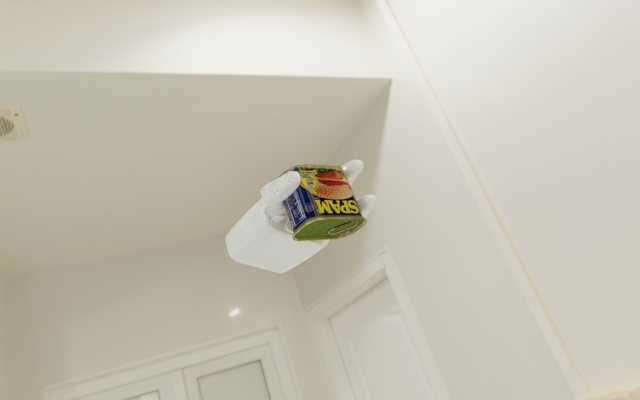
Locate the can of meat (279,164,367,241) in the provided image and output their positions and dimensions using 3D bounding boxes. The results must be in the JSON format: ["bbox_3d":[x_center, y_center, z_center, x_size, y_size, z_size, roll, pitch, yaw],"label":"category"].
[{"bbox_3d":[0.000,0.002,0.622,0.102,0.084,0.057,1,-31,-40],"label":"can of meat"}]
